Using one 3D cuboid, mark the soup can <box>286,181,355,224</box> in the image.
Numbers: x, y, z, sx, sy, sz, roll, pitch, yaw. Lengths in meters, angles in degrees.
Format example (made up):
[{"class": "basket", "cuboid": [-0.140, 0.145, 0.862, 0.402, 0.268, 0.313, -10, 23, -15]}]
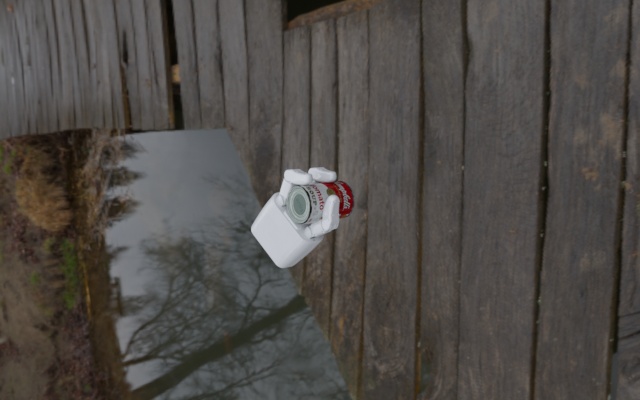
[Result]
[{"class": "soup can", "cuboid": [0.000, 0.003, 0.833, 0.102, 0.068, 0.068, -7, 4, -40]}]
